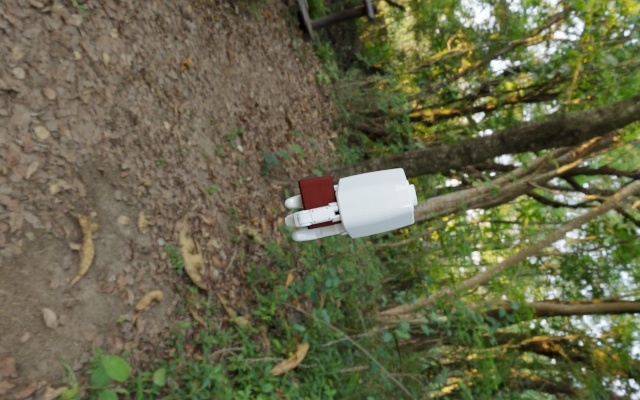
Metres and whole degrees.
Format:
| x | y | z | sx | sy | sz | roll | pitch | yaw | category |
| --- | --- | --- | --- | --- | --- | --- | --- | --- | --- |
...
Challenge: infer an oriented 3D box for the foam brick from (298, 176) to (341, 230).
| x | y | z | sx | sy | sz | roll | pitch | yaw | category |
| --- | --- | --- | --- | --- | --- | --- | --- | --- | --- |
| 0.000 | 0.002 | 0.753 | 0.051 | 0.078 | 0.053 | -12 | 0 | 7 | foam brick |
